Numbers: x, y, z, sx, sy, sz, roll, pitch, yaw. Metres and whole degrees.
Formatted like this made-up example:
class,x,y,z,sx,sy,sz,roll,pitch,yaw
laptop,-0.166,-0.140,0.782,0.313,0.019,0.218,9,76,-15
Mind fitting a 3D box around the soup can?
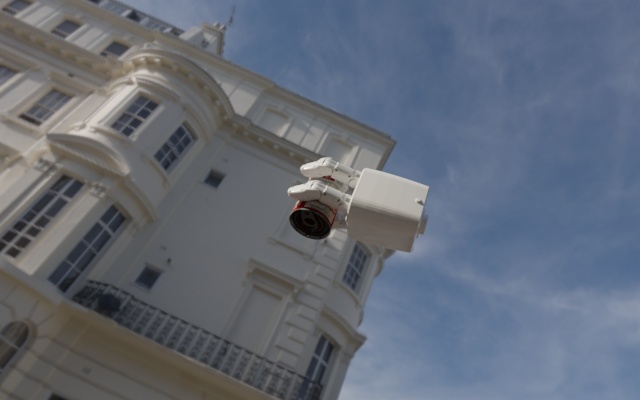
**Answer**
class,x,y,z,sx,sy,sz,roll,pitch,yaw
soup can,0.000,0.002,0.766,0.068,0.068,0.102,0,44,28
